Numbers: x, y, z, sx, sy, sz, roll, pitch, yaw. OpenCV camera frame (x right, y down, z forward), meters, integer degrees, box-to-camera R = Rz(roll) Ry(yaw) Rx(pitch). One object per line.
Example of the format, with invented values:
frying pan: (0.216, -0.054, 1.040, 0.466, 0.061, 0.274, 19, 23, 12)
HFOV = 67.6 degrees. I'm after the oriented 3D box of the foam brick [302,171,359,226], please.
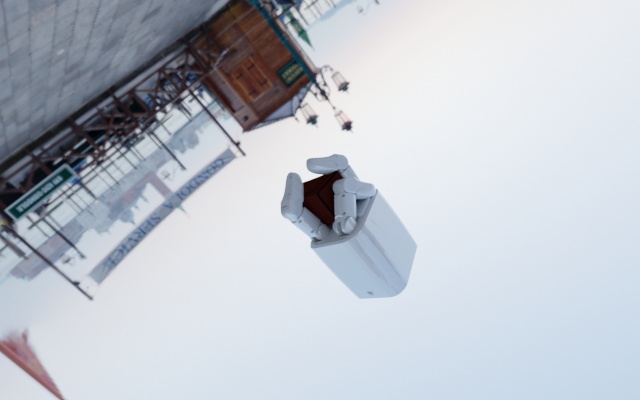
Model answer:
foam brick: (0.000, 0.002, 0.635, 0.078, 0.051, 0.053, -17, 28, 51)
